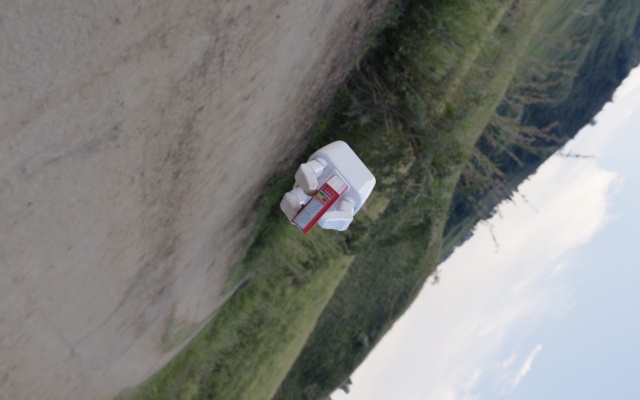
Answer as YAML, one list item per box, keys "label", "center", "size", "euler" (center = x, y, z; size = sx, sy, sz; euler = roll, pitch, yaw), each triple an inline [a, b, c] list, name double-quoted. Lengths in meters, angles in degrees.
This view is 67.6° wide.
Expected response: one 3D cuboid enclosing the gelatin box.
- label: "gelatin box"
  center: [0.000, 0.003, 0.674]
  size: [0.030, 0.073, 0.089]
  euler: [43, 15, 0]
